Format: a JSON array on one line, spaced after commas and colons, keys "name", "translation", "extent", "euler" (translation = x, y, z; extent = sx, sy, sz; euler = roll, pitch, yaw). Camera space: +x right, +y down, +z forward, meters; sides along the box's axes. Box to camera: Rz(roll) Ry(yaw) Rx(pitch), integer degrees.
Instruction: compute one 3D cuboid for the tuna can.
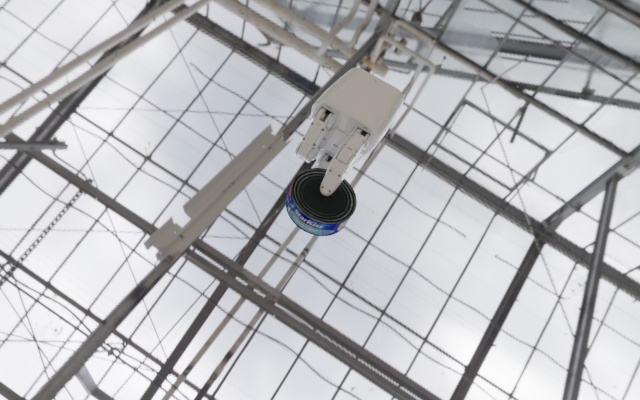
[{"name": "tuna can", "translation": [0.000, 0.002, 0.603], "extent": [0.086, 0.086, 0.034], "euler": [0, -36, -22]}]
